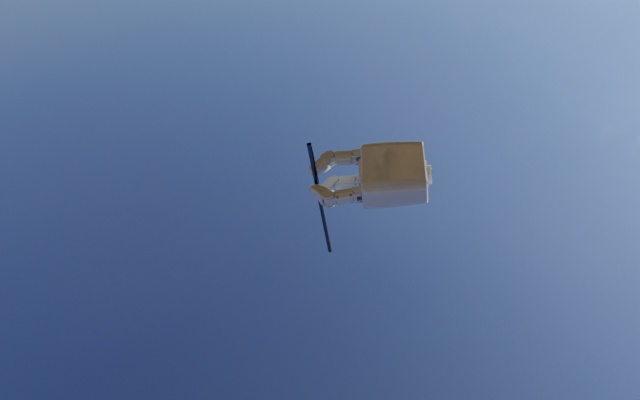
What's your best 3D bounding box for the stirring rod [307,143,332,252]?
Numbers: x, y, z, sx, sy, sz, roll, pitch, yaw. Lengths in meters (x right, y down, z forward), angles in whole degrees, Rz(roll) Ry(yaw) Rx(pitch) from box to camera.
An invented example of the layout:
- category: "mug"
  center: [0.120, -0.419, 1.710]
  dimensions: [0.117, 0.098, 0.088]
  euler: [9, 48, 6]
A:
- category: "stirring rod"
  center: [0.000, 0.003, 0.840]
  dimensions: [0.011, 0.240, 0.011]
  euler: [-7, 38, 5]
